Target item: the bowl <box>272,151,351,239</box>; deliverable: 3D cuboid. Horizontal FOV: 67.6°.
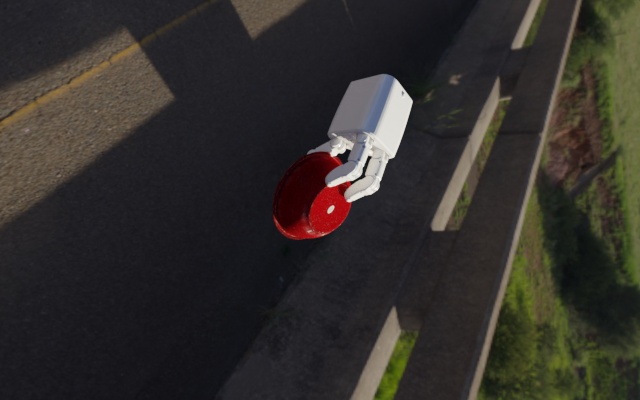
[{"bbox_3d":[0.000,0.004,0.798,0.162,0.162,0.055,0,23,-44],"label":"bowl"}]
